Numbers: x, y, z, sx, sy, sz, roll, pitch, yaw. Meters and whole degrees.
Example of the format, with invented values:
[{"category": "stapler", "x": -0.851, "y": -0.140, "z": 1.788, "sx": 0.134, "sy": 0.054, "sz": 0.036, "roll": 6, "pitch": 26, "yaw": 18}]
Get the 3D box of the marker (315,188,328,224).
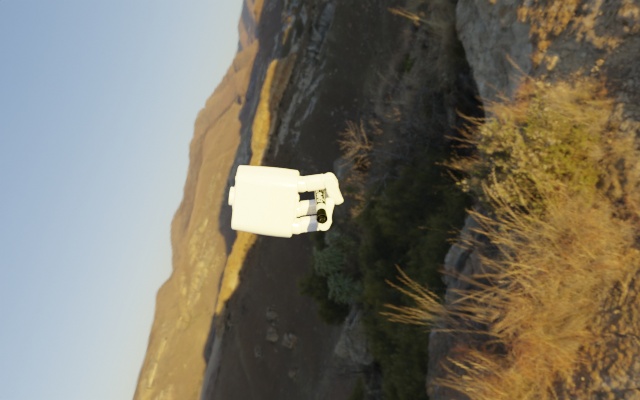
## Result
[{"category": "marker", "x": 0.000, "y": 0.003, "z": 0.807, "sx": 0.020, "sy": 0.020, "sz": 0.121, "roll": 0, "pitch": 30, "yaw": -3}]
